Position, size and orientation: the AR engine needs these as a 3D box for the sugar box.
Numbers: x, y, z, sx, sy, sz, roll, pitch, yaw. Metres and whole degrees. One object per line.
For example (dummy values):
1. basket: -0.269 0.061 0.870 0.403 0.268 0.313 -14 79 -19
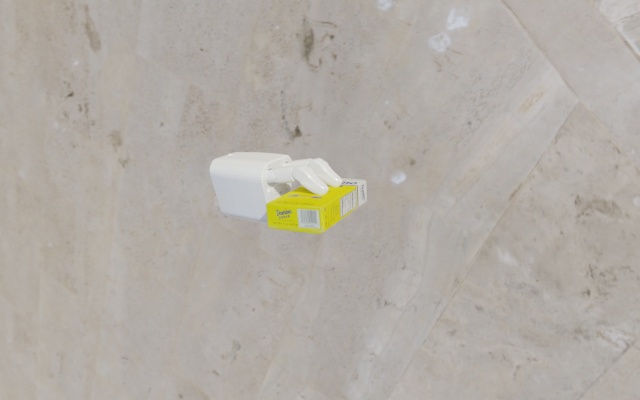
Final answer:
1. sugar box: 0.000 0.002 0.752 0.093 0.048 0.176 5 19 25
